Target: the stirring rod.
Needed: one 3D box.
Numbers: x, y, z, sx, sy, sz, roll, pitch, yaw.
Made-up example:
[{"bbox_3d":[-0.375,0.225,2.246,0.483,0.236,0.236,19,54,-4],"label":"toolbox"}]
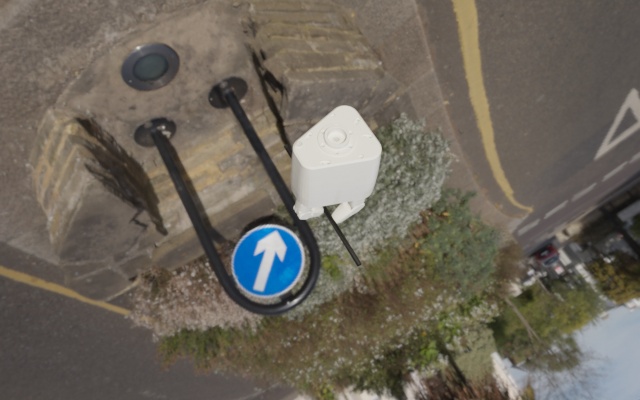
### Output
[{"bbox_3d":[0.000,0.002,0.764,0.011,0.239,0.011,-27,-22,-12],"label":"stirring rod"}]
